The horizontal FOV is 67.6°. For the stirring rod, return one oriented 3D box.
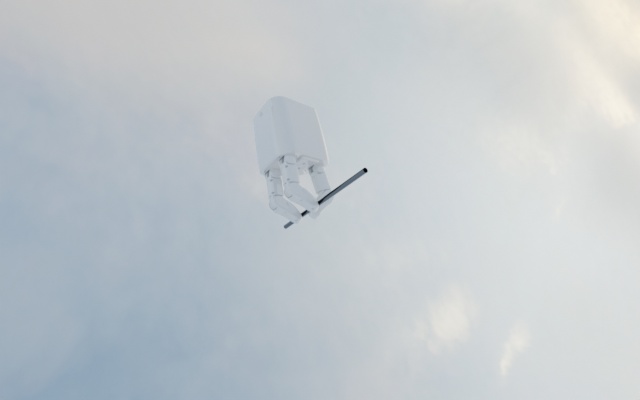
[{"bbox_3d":[0.000,0.002,0.746,0.011,0.011,0.240,0,-21,-33],"label":"stirring rod"}]
